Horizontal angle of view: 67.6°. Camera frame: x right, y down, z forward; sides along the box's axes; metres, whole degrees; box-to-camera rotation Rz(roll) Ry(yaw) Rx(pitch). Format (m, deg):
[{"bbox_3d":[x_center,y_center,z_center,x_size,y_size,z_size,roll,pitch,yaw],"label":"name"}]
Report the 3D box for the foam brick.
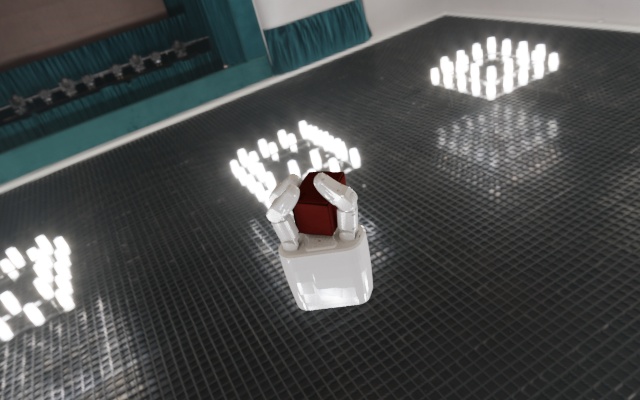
[{"bbox_3d":[0.000,0.002,0.636,0.053,0.051,0.078,3,36,20],"label":"foam brick"}]
